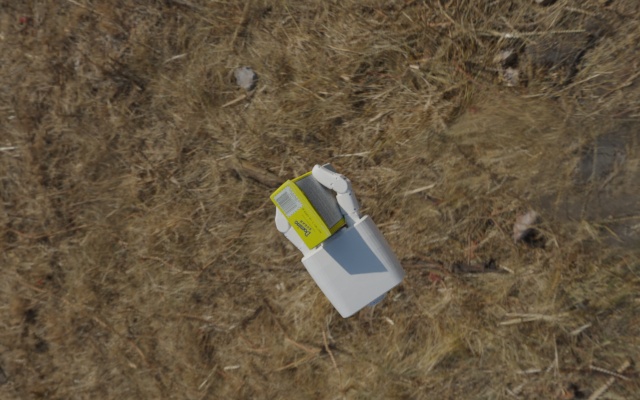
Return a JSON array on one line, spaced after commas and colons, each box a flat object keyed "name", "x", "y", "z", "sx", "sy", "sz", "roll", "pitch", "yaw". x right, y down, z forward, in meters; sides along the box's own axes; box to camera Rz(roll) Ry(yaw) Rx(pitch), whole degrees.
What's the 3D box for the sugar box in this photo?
[{"name": "sugar box", "x": 0.000, "y": 0.003, "z": 0.708, "sx": 0.048, "sy": 0.093, "sz": 0.176, "roll": -37, "pitch": -2, "yaw": 20}]
